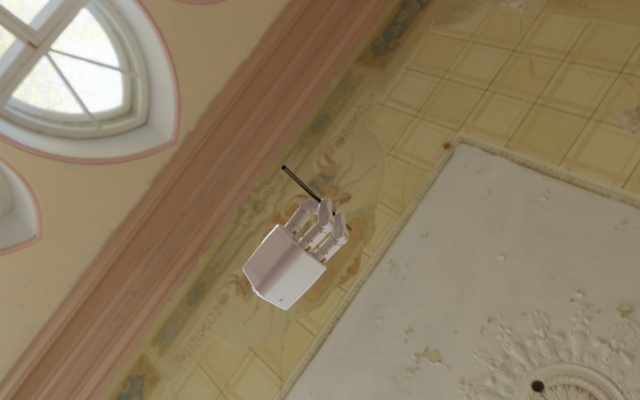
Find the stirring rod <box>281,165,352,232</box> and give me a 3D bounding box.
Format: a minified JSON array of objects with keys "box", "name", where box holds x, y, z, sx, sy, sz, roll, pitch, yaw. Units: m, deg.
[{"box":[0.000,0.003,0.826,0.011,0.011,0.240,0,-27,32],"name":"stirring rod"}]
